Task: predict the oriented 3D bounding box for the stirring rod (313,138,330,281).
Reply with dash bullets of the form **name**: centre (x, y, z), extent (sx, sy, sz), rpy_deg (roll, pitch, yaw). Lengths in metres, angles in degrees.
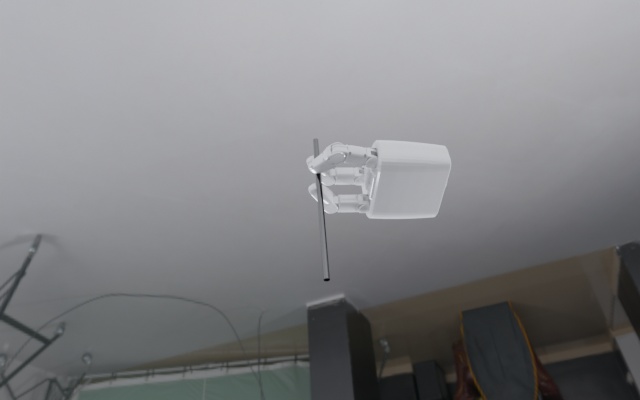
- **stirring rod**: centre (0.000, 0.002, 0.652), extent (0.011, 0.239, 0.011), rpy_deg (-3, -38, -2)
